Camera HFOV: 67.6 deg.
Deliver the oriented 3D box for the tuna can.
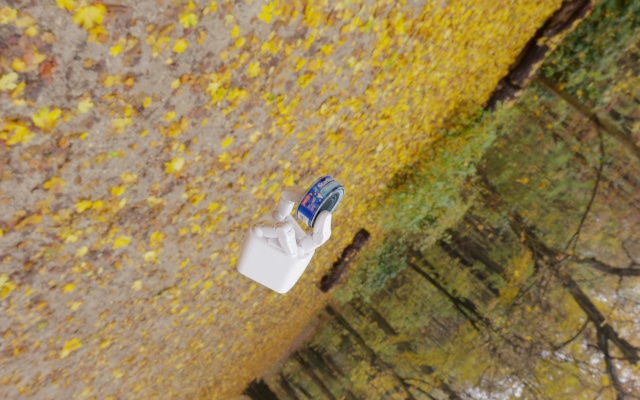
[{"bbox_3d":[0.001,0.003,0.769,0.033,0.086,0.086,38,13,17],"label":"tuna can"}]
